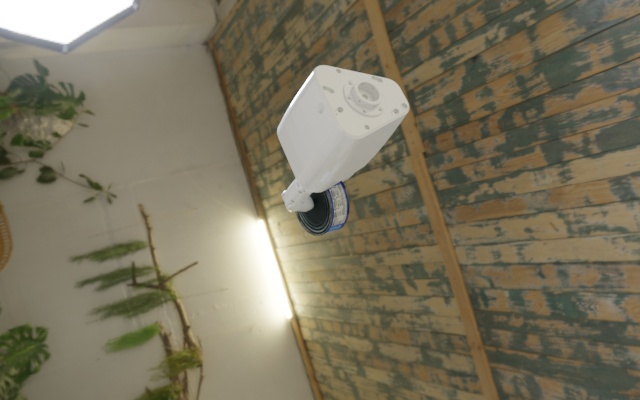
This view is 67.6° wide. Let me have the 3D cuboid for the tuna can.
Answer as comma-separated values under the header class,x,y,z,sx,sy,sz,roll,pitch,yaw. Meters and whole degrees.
class,x,y,z,sx,sy,sz,roll,pitch,yaw
tuna can,0.001,0.002,0.639,0.034,0.086,0.086,-14,8,-35
